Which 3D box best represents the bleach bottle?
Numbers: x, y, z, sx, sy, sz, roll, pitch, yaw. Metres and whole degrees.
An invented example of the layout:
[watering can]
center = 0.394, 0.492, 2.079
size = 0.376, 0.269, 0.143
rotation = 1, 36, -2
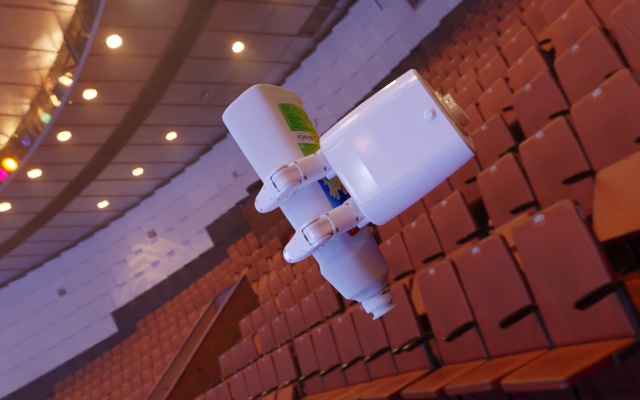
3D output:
[bleach bottle]
center = 0.000, 0.002, 0.486
size = 0.068, 0.250, 0.102
rotation = -37, -13, 21
